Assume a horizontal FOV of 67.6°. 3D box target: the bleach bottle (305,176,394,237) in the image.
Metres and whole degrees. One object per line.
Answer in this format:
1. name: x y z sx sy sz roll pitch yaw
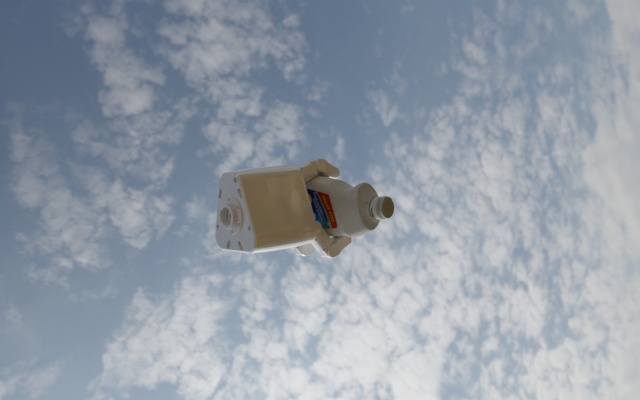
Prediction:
1. bleach bottle: 0.000 0.002 0.716 0.068 0.102 0.251 -7 4 -45
